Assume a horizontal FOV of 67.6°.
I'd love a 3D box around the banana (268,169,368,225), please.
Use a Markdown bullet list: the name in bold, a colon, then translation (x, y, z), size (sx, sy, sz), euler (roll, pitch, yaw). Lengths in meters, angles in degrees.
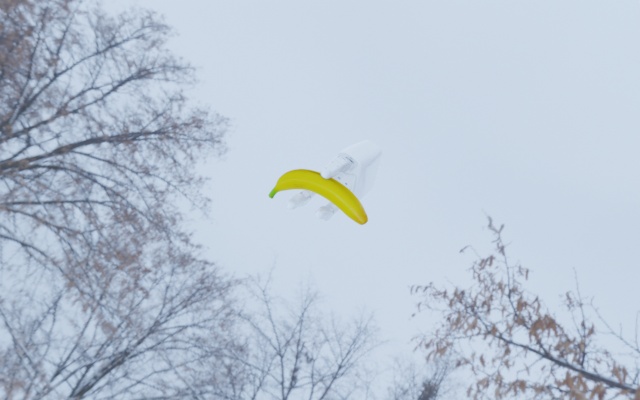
- **banana**: translation (-0.001, -0.015, 0.843), size (0.198, 0.070, 0.037), euler (16, 24, 25)
